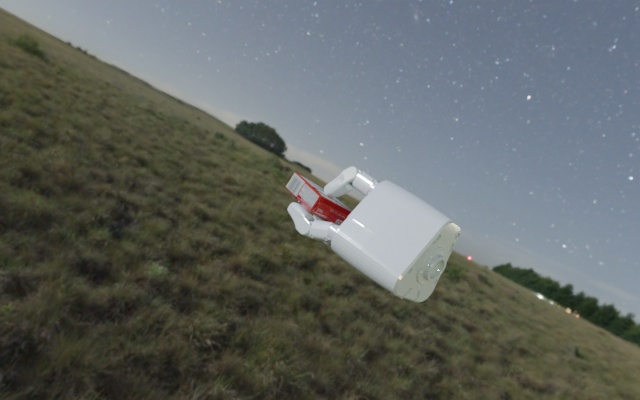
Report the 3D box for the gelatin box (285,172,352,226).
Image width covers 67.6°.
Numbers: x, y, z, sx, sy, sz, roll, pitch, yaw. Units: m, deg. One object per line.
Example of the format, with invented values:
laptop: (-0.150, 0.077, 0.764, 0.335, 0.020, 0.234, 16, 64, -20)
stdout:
gelatin box: (0.000, 0.002, 0.673, 0.073, 0.030, 0.089, 29, 9, -37)
